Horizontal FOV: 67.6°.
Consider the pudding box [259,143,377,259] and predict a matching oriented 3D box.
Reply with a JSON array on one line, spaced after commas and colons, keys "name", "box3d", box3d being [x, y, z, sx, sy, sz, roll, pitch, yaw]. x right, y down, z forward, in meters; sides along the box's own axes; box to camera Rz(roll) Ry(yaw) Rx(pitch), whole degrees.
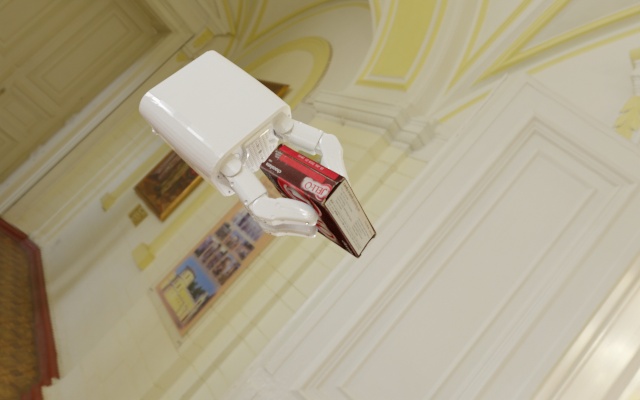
[{"name": "pudding box", "box3d": [0.000, 0.001, 0.481, 0.090, 0.039, 0.113, 32, -13, 37]}]
